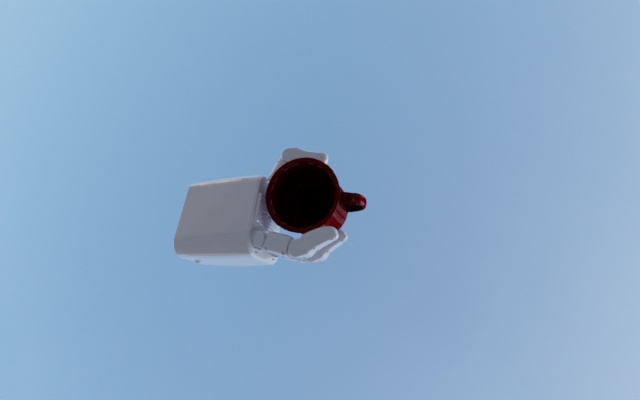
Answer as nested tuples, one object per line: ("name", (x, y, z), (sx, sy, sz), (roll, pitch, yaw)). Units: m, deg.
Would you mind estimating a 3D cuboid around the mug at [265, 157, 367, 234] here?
("mug", (0.002, 0.002, 0.600), (0.117, 0.093, 0.081), (-2, -15, 16))
